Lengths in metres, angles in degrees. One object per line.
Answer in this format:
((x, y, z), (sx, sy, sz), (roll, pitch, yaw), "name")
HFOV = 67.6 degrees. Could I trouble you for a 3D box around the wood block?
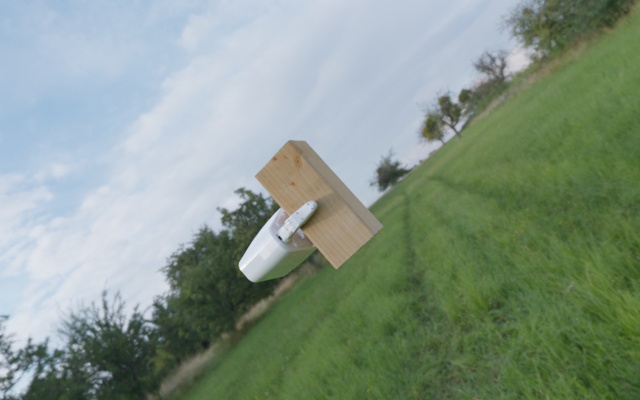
((0.000, 0.003, 0.809), (0.090, 0.206, 0.091), (-44, -7, 17), "wood block")
